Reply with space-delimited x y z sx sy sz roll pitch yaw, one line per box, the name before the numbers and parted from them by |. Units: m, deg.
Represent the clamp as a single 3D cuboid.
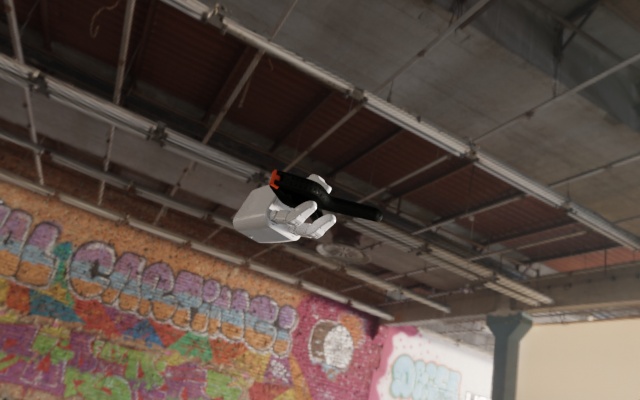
clamp | 0.000 0.002 0.868 0.164 0.036 0.210 -13 -36 40
